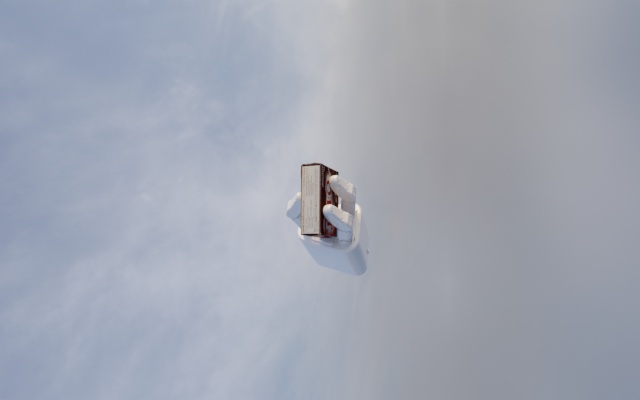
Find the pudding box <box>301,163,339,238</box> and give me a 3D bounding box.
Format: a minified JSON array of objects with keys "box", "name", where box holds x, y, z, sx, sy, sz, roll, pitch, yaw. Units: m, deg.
[{"box":[0.000,0.003,0.764,0.039,0.113,0.090,-4,-6,18],"name":"pudding box"}]
